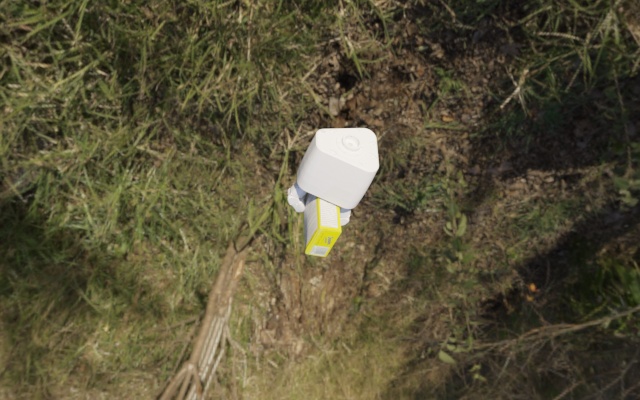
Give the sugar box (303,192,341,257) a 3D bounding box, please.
[{"bbox_3d":[0.001,0.003,0.866,0.048,0.176,0.093,10,-36,-14],"label":"sugar box"}]
